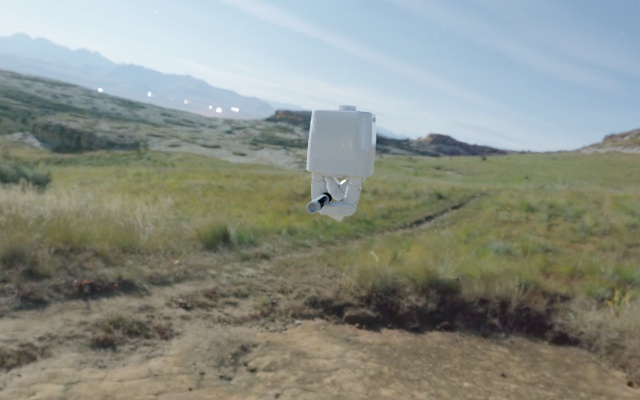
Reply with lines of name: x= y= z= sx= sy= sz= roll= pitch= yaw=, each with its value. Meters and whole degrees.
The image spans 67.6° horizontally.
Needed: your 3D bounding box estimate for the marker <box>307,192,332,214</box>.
marker: x=0.000 y=0.003 z=0.765 sx=0.020 sy=0.020 sz=0.121 roll=0 pitch=8 yaw=12
